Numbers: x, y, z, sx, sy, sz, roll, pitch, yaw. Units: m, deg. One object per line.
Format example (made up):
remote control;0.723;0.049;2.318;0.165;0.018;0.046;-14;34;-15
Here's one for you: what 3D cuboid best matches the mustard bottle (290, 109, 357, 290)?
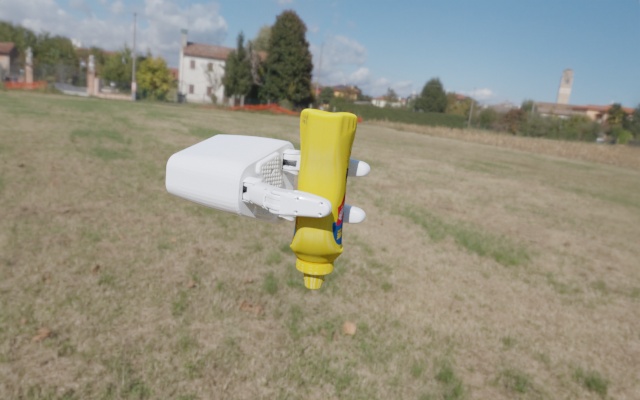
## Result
mustard bottle;0.000;0.001;0.508;0.058;0.192;0.096;7;11;3
